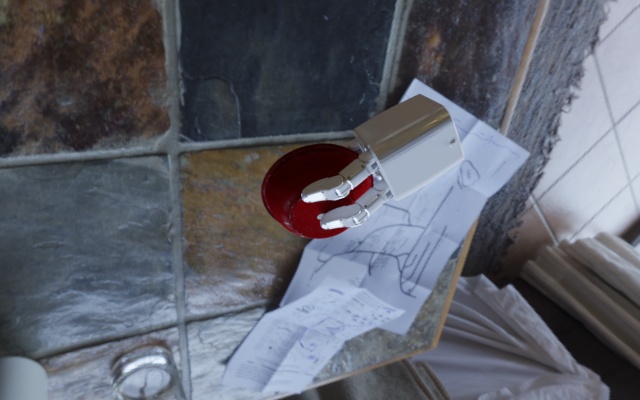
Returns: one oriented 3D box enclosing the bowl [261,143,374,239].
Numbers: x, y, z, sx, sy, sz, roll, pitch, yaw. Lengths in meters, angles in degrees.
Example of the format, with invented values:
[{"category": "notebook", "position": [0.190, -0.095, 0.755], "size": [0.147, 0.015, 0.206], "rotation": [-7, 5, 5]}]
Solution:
[{"category": "bowl", "position": [-0.001, 0.003, 0.659], "size": [0.162, 0.162, 0.055], "rotation": [0, 42, -11]}]
